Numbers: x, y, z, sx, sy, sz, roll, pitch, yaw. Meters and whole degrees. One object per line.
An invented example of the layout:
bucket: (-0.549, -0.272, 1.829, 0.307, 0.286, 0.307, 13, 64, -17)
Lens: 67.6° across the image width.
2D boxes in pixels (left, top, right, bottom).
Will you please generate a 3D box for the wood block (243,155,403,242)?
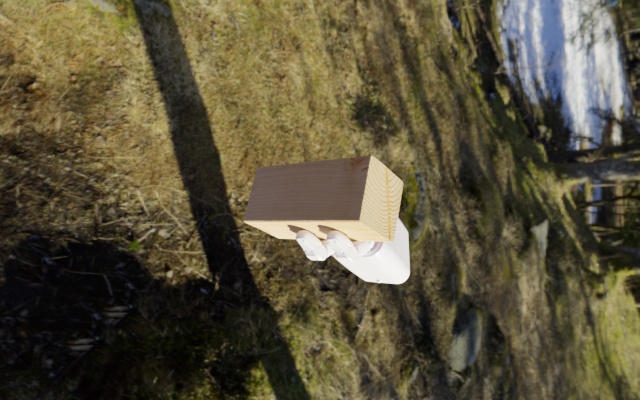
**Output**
wood block: (0.001, 0.002, 0.679, 0.206, 0.090, 0.090, -2, -23, 39)
